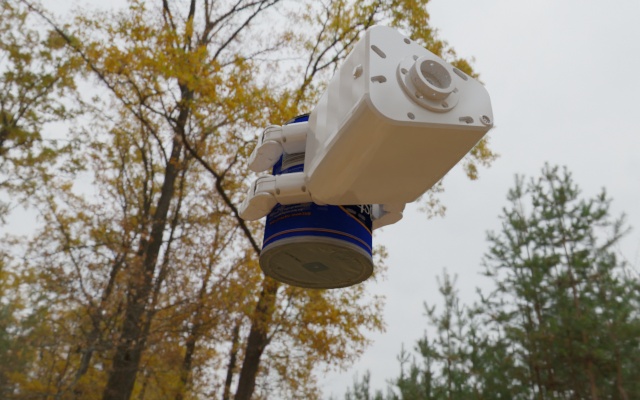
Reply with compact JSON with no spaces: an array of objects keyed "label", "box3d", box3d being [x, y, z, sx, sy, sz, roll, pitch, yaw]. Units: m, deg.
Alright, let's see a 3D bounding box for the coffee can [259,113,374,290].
[{"label":"coffee can","box3d":[0.000,0.002,0.461,0.103,0.140,0.103,3,-31,2]}]
